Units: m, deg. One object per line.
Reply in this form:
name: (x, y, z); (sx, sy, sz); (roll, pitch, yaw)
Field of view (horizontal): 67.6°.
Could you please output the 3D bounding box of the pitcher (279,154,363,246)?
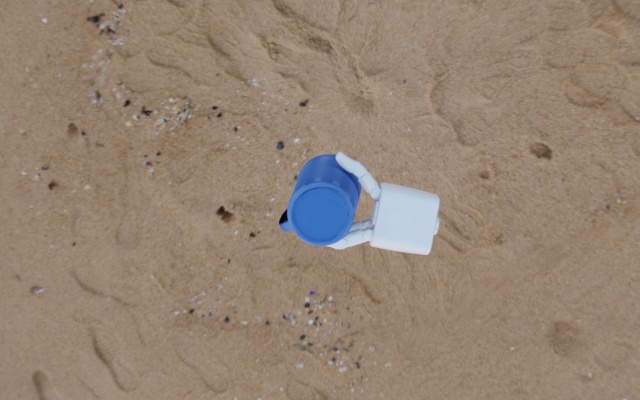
pitcher: (0.000, 0.003, 0.871); (0.145, 0.149, 0.242); (13, 14, 2)
